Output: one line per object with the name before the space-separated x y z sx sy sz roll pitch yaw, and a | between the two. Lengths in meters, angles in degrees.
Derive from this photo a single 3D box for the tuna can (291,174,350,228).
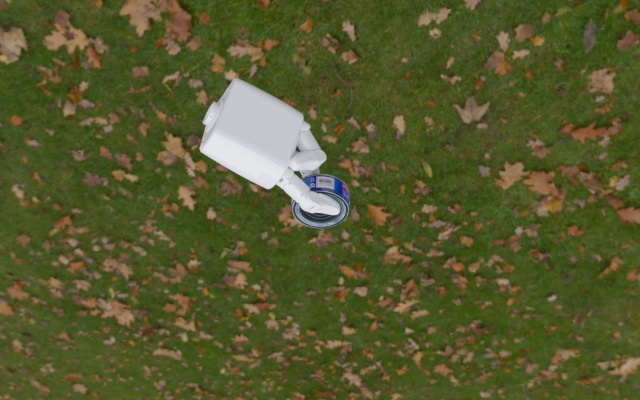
tuna can | 0.000 0.003 0.698 0.086 0.033 0.086 1 -42 1
